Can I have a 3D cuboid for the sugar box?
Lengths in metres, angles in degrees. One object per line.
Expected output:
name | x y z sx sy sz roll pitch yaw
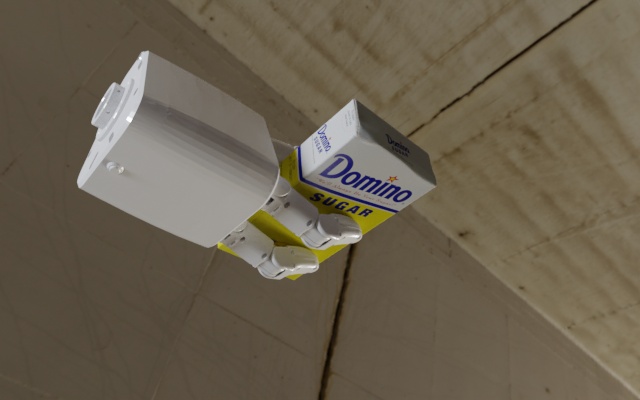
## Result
sugar box | 0.000 0.002 0.410 0.093 0.048 0.176 28 -48 -33
